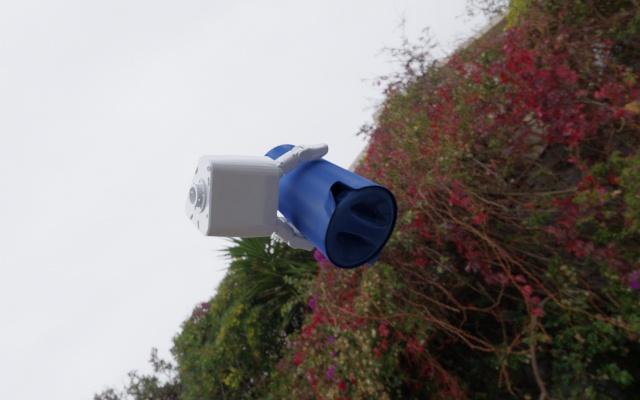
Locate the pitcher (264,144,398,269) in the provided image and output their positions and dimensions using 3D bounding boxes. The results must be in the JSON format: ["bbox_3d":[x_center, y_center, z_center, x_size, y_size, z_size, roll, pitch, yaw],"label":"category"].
[{"bbox_3d":[0.000,0.002,0.769,0.145,0.149,0.242,-1,24,-37],"label":"pitcher"}]
